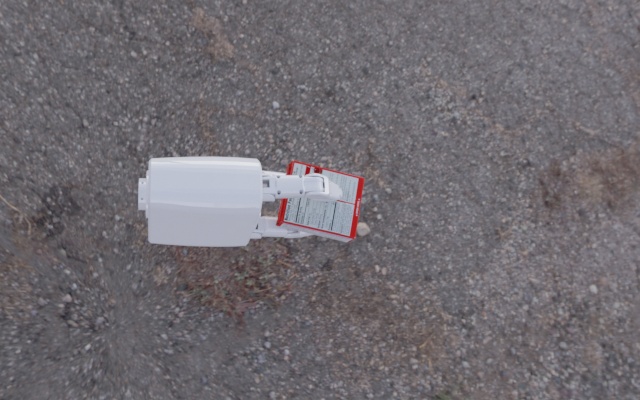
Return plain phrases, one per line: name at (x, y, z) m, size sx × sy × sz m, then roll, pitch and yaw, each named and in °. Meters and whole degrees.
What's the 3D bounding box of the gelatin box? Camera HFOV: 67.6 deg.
gelatin box at (0.001, 0.002, 0.539) m, size 0.089 × 0.073 × 0.030 m, roll 13°, pitch -17°, yaw -11°
